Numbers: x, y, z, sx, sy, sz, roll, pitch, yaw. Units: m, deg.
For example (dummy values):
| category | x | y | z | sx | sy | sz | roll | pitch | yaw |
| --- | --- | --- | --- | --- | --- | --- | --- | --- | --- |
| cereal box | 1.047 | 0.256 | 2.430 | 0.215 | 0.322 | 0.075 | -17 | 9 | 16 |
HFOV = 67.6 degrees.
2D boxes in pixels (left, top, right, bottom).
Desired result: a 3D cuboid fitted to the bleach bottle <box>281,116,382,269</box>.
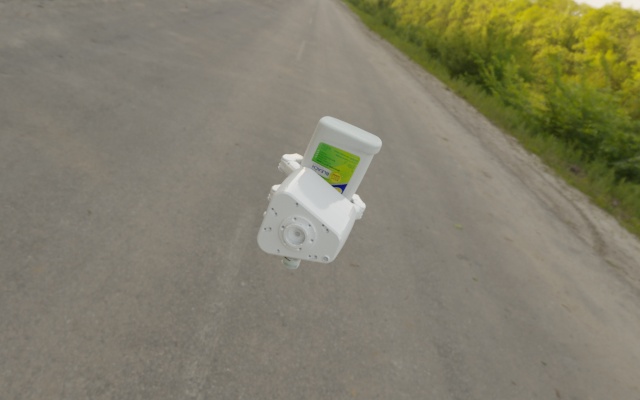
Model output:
| category | x | y | z | sx | sy | sz | roll | pitch | yaw |
| --- | --- | --- | --- | --- | --- | --- | --- | --- | --- |
| bleach bottle | 0.000 | 0.002 | 0.749 | 0.102 | 0.251 | 0.068 | 24 | 22 | 4 |
